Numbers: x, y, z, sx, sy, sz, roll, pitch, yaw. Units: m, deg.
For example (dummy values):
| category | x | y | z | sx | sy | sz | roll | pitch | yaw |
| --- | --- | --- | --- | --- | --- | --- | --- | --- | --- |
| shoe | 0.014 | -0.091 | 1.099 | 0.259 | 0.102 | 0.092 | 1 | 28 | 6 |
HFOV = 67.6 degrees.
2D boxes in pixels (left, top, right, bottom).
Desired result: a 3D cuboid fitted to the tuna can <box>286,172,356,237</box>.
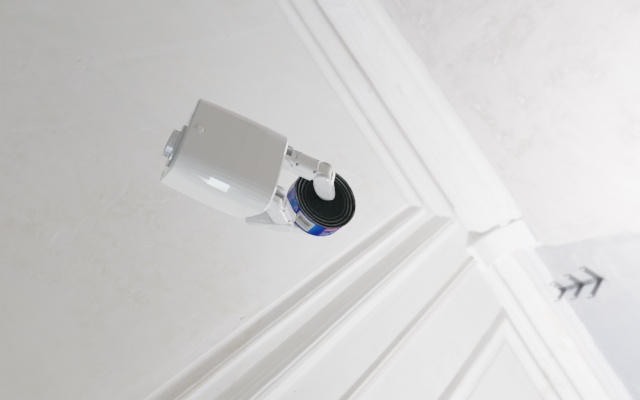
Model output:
| category | x | y | z | sx | sy | sz | roll | pitch | yaw |
| --- | --- | --- | --- | --- | --- | --- | --- | --- | --- |
| tuna can | 0.000 | 0.002 | 0.609 | 0.086 | 0.086 | 0.034 | 0 | -25 | -31 |
